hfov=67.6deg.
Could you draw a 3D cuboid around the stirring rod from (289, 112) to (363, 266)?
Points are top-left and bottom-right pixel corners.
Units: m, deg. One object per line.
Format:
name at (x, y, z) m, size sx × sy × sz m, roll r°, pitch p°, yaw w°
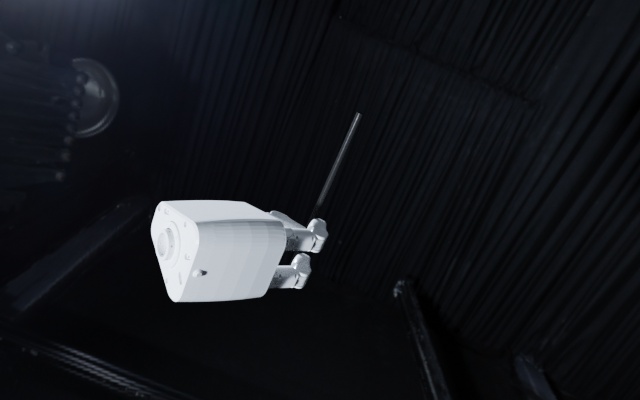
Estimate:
stirring rod at (0.000, 0.002, 0.592) m, size 0.011 × 0.240 × 0.011 m, roll 21°, pitch 22°, yaw -9°
